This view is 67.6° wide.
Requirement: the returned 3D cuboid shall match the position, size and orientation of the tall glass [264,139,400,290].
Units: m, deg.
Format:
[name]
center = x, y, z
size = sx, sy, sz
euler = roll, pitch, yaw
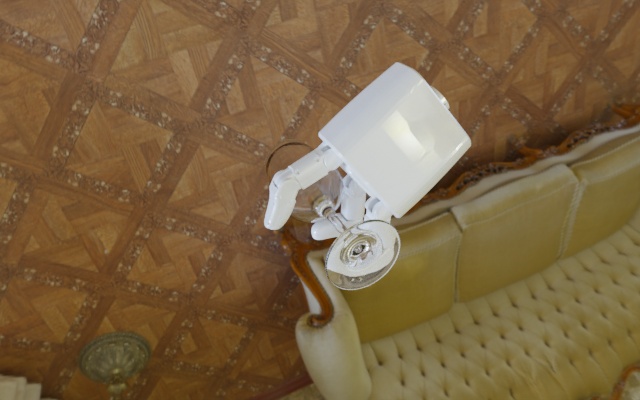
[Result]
[tall glass]
center = 0.000, 0.002, 0.498
size = 0.079, 0.079, 0.201
euler = 0, 28, -26
